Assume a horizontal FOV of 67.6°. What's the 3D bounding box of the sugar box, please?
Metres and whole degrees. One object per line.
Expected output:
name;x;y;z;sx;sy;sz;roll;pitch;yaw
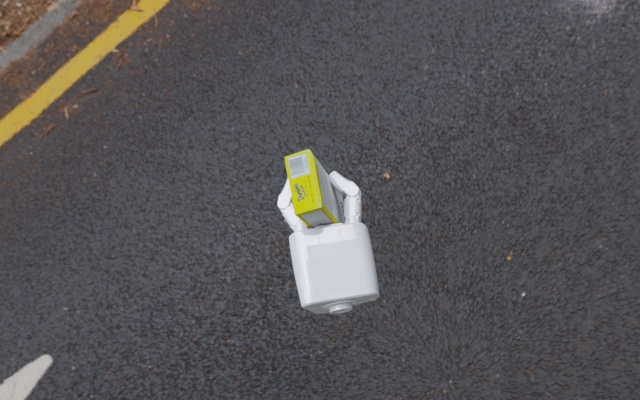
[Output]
sugar box;0.000;0.003;0.725;0.048;0.093;0.176;-15;-24;9
